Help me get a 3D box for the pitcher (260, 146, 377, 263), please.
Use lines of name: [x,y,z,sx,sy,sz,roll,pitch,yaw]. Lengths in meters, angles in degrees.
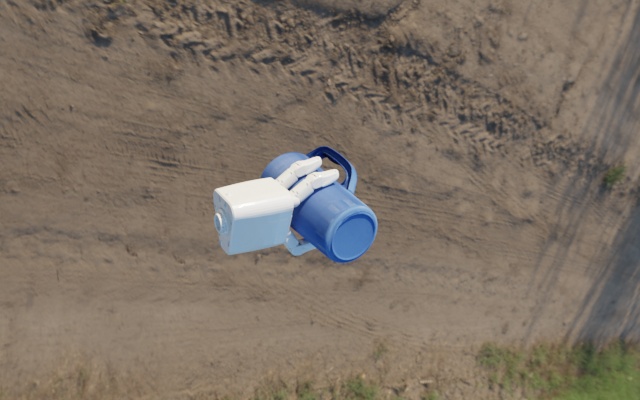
pitcher: [0.000,0.003,0.878,0.145,0.149,0.242,-12,30,-29]
